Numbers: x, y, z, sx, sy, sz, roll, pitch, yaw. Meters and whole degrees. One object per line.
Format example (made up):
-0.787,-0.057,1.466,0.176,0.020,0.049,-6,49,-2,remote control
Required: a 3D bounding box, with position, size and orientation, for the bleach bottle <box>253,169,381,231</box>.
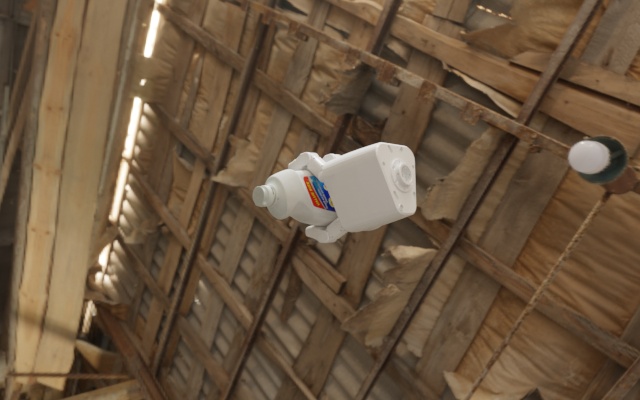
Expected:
0.000,0.002,0.774,0.251,0.102,0.068,0,-14,-45,bleach bottle
